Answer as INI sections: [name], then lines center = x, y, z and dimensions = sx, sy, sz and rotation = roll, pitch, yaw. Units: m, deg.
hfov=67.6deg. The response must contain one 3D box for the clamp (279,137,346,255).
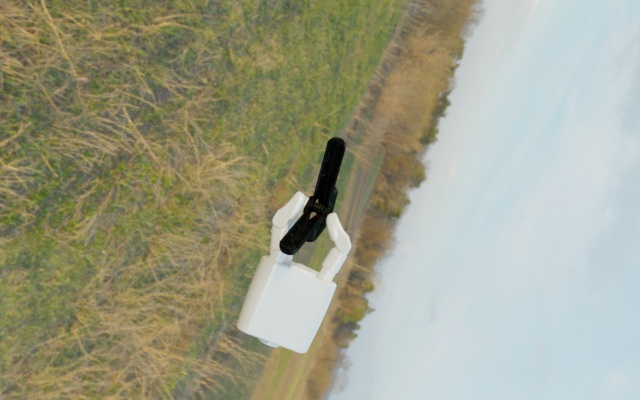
[clamp]
center = 0.001, 0.003, 0.689
dimensions = 0.036, 0.164, 0.210
rotation = 25, -3, 8
